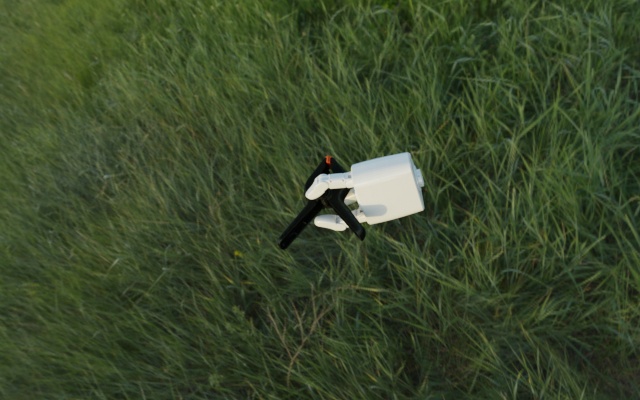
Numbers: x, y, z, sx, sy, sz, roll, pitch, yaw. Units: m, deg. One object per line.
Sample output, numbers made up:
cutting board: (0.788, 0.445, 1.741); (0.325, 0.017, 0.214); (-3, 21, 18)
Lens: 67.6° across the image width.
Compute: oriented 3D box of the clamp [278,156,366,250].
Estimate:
clamp: (0.000, 0.002, 0.898); (0.164, 0.209, 0.036); (-13, -42, 15)
